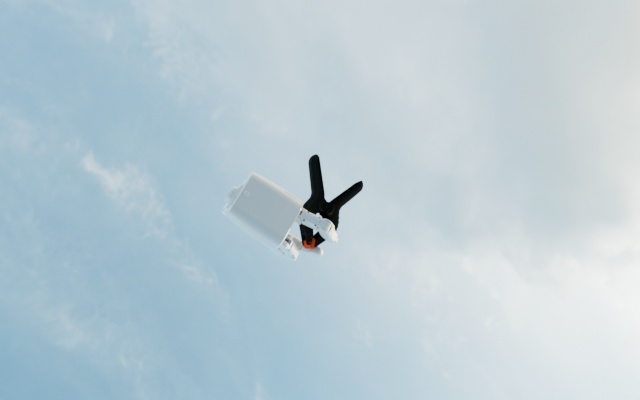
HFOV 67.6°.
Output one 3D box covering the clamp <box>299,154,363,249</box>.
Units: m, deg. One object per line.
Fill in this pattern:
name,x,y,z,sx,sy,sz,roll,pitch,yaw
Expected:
clamp,0.000,0.003,0.876,0.120,0.171,0.039,35,-23,-14
